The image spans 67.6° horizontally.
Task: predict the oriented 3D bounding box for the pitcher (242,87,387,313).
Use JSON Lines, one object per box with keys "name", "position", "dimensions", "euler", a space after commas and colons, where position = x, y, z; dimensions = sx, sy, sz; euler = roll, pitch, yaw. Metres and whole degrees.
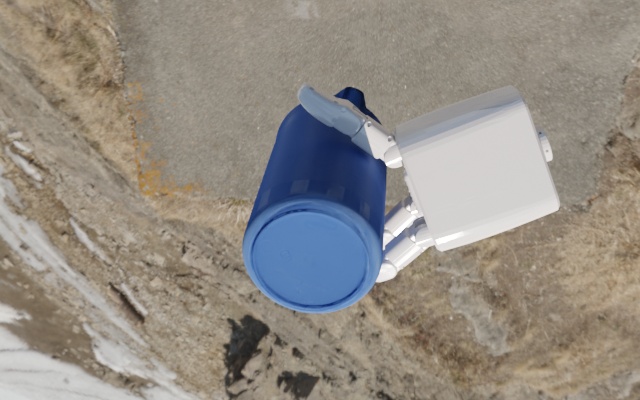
{"name": "pitcher", "position": [0.000, 0.001, 0.466], "dimensions": [0.145, 0.149, 0.242], "euler": [-20, 23, 15]}
